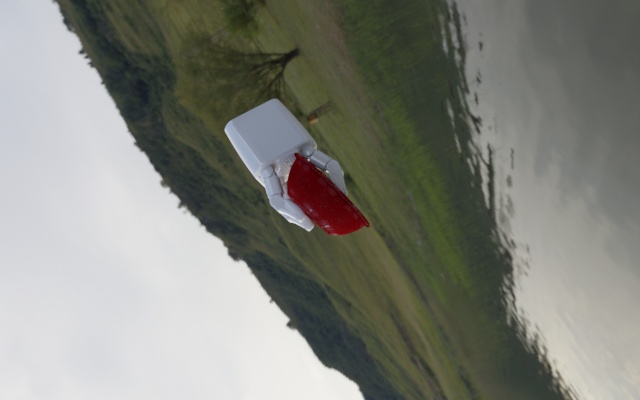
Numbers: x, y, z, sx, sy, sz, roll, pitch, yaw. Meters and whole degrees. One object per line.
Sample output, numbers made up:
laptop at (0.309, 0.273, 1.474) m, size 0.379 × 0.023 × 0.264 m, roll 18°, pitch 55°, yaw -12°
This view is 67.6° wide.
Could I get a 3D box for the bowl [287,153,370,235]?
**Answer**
bowl at (0.001, 0.003, 0.731) m, size 0.162 × 0.055 × 0.162 m, roll 44°, pitch -4°, yaw 3°
